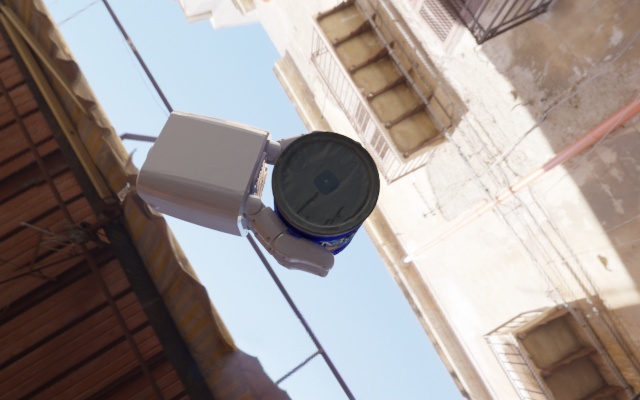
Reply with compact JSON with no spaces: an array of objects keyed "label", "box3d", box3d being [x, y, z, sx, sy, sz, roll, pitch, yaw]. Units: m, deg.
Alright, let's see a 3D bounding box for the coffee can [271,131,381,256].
[{"label":"coffee can","box3d":[0.000,0.002,0.510,0.103,0.102,0.140,0,-16,-5]}]
